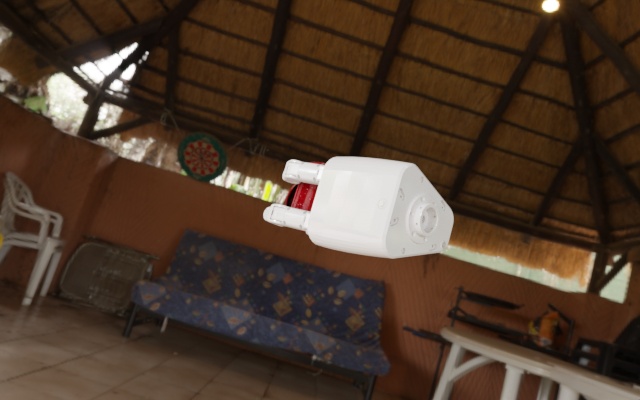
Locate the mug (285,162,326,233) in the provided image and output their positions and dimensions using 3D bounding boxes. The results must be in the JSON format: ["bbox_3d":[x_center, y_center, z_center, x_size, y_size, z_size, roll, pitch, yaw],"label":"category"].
[{"bbox_3d":[-0.001,0.002,0.601,0.117,0.081,0.093,9,-11,47],"label":"mug"}]
